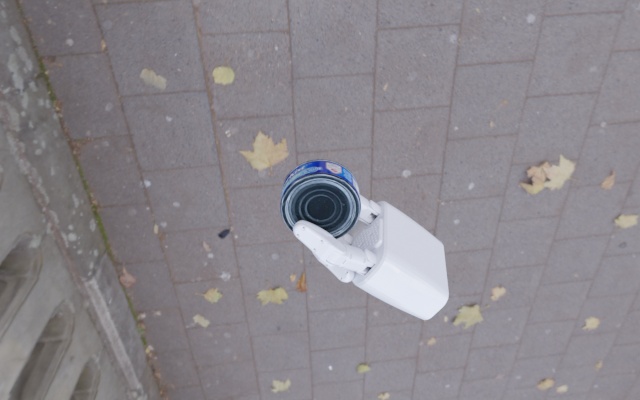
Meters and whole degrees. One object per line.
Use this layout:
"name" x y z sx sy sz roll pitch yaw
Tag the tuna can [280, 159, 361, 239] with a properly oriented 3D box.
"tuna can" 0.000 0.002 0.507 0.086 0.086 0.033 0 30 0
